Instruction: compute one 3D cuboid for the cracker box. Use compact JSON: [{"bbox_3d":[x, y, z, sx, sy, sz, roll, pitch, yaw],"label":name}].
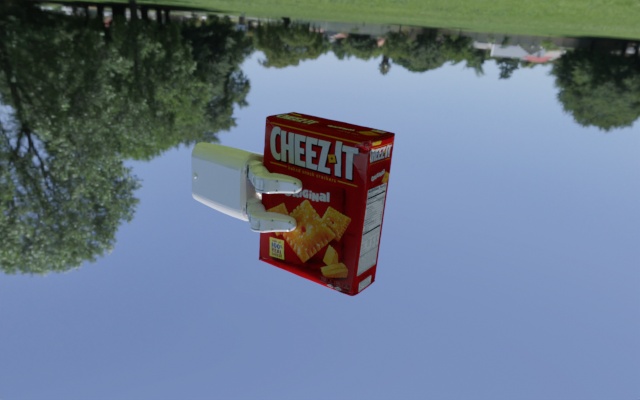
[{"bbox_3d":[0.000,0.002,0.645,0.164,0.214,0.072,17,24,30],"label":"cracker box"}]
